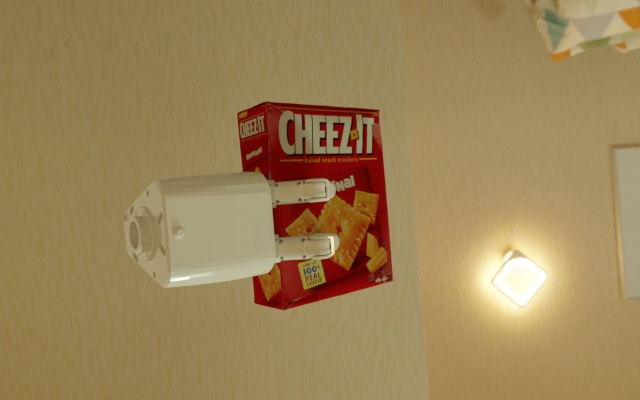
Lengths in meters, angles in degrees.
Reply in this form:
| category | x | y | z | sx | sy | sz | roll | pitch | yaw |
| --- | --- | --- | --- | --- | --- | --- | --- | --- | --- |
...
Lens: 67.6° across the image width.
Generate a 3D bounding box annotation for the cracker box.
| category | x | y | z | sx | sy | sz | roll | pitch | yaw |
| --- | --- | --- | --- | --- | --- | --- | --- | --- | --- |
| cracker box | 0.000 | 0.002 | 0.548 | 0.164 | 0.213 | 0.072 | -5 | 1 | -38 |
